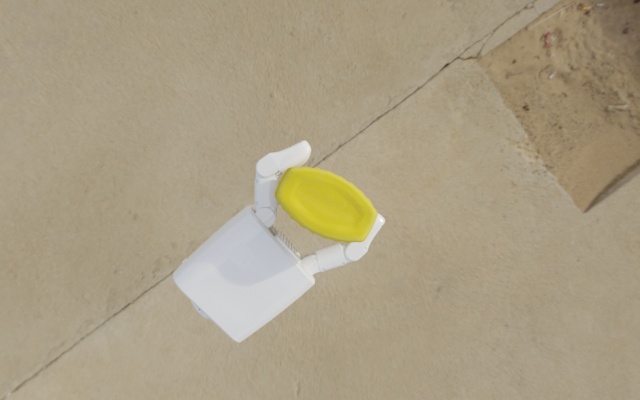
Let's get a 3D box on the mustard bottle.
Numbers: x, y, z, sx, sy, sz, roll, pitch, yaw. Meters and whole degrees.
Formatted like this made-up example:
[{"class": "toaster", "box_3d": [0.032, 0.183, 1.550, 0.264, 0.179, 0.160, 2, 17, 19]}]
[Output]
[{"class": "mustard bottle", "box_3d": [0.000, 0.001, 0.523, 0.096, 0.058, 0.191, 26, 0, -4]}]
